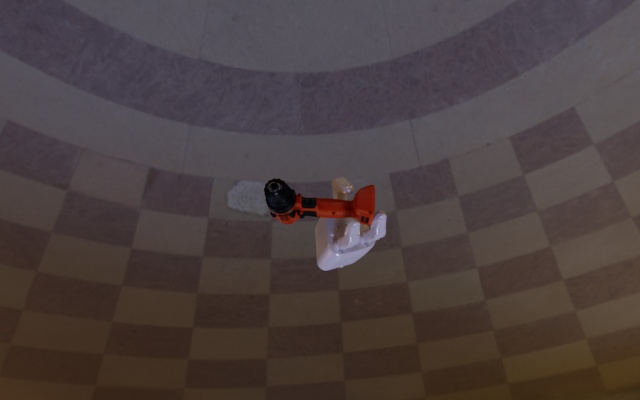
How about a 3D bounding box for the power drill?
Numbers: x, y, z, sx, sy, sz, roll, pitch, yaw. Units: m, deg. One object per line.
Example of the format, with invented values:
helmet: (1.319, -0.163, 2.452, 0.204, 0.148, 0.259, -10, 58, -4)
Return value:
power drill: (0.001, 0.003, 0.837, 0.187, 0.057, 0.184, 2, -13, 4)
